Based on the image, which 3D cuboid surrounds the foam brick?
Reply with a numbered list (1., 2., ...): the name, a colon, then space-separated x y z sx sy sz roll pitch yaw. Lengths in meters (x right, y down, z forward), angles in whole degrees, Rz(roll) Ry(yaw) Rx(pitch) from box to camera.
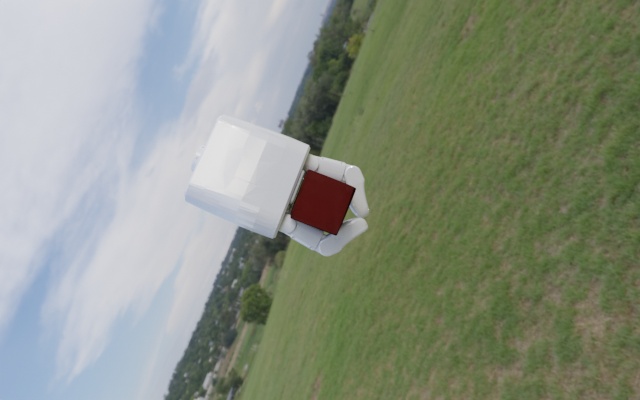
1. foam brick: 0.000 0.002 0.503 0.051 0.053 0.078 22 -1 -4
